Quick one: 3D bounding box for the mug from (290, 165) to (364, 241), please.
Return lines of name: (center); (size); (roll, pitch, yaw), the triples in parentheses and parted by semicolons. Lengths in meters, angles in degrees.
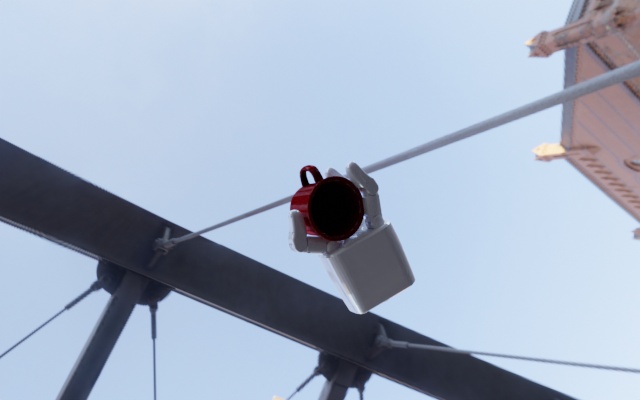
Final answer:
mug: (-0.001, 0.001, 0.710); (0.093, 0.117, 0.081); (-32, 12, -24)
